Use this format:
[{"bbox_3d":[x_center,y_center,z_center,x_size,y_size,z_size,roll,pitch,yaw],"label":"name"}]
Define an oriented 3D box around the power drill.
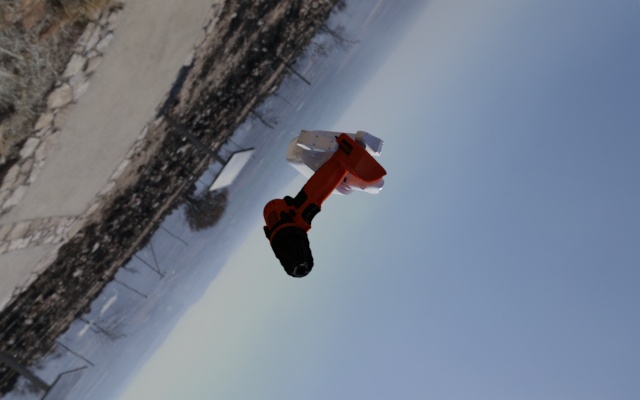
[{"bbox_3d":[0.000,0.002,0.659,0.057,0.187,0.184,43,7,-29],"label":"power drill"}]
